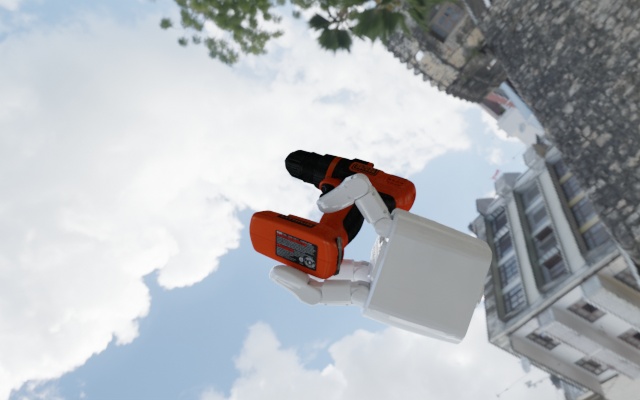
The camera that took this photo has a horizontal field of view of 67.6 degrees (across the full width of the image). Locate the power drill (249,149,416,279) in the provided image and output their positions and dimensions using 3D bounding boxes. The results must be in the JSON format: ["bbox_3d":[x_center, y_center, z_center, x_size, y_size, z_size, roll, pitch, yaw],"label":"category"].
[{"bbox_3d":[0.000,0.002,0.567,0.184,0.057,0.187,18,37,25],"label":"power drill"}]
